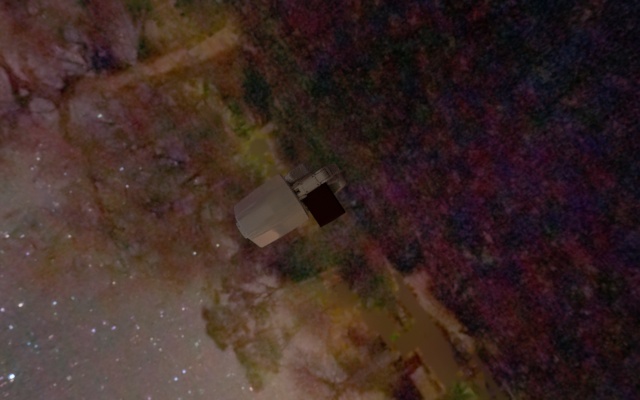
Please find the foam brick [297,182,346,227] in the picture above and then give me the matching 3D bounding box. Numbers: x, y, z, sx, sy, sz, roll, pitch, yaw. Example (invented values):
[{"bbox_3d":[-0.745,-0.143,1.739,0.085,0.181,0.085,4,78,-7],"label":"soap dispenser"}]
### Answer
[{"bbox_3d":[0.000,0.003,0.841,0.051,0.078,0.053,-34,0,-3],"label":"foam brick"}]
